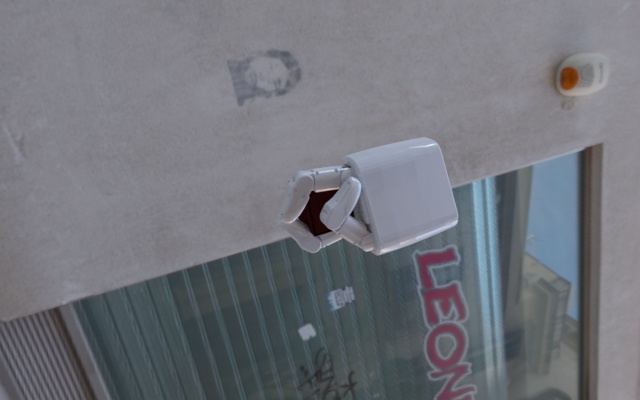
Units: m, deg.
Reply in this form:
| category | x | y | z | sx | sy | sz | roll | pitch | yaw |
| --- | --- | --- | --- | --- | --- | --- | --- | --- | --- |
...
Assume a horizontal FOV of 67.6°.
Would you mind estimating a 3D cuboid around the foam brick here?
| category | x | y | z | sx | sy | sz | roll | pitch | yaw |
| --- | --- | --- | --- | --- | --- | --- | --- | --- | --- |
| foam brick | 0.000 | 0.002 | 0.575 | 0.051 | 0.053 | 0.078 | -18 | 21 | -13 |
